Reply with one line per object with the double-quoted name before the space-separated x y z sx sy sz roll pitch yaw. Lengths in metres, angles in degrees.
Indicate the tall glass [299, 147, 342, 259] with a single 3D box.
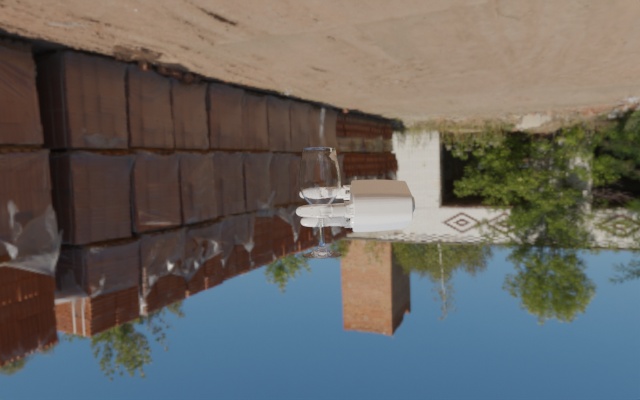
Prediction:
"tall glass" 0.000 0.004 0.886 0.079 0.201 0.079 -2 3 0
